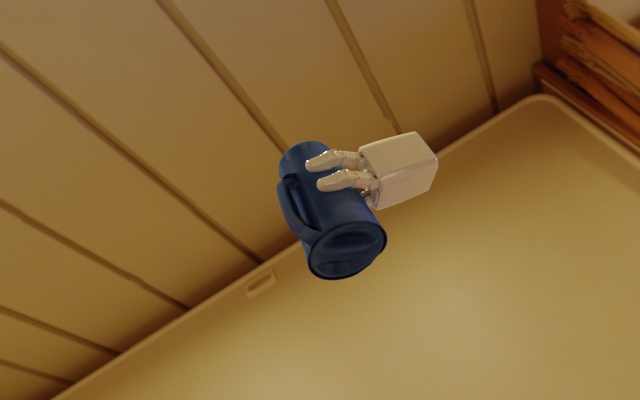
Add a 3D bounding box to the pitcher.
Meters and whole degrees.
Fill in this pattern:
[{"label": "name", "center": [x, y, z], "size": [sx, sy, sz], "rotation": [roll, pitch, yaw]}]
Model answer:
[{"label": "pitcher", "center": [0.000, 0.003, 0.814], "size": [0.145, 0.149, 0.242], "rotation": [-18, 46, -8]}]
